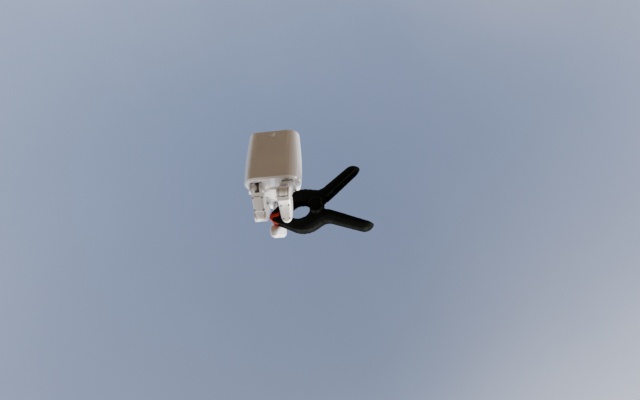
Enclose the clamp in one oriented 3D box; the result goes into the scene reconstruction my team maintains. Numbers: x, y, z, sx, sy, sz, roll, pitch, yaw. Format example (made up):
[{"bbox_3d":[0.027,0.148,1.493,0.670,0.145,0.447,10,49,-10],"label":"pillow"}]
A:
[{"bbox_3d":[0.000,0.003,0.804,0.171,0.120,0.039,-5,-31,6],"label":"clamp"}]
